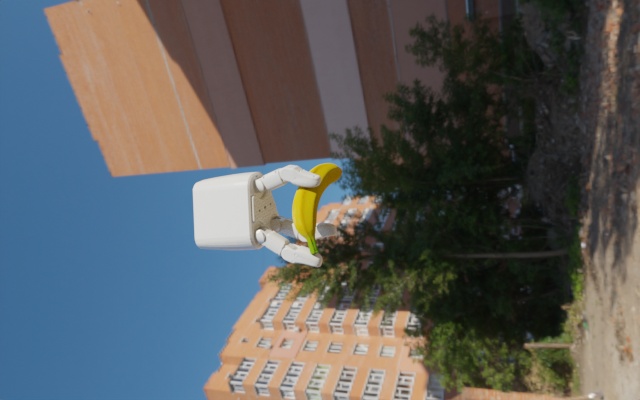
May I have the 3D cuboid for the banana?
[{"bbox_3d":[-0.007,-0.010,0.732,0.037,0.070,0.197,-6,38,23],"label":"banana"}]
